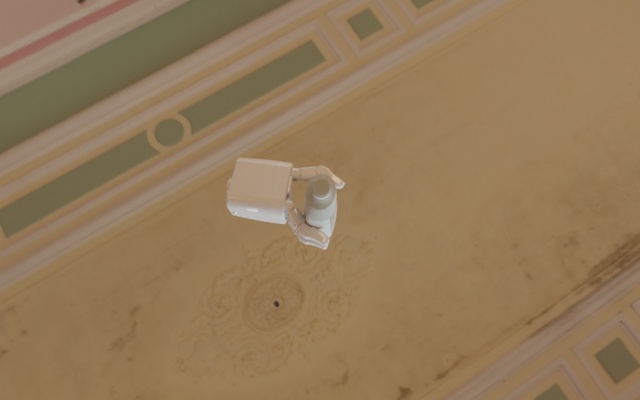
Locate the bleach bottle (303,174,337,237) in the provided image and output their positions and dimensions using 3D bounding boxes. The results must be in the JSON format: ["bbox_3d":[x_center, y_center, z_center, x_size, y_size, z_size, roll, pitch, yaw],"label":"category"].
[{"bbox_3d":[0.000,0.003,0.872,0.068,0.102,0.251,7,-15,1],"label":"bleach bottle"}]
